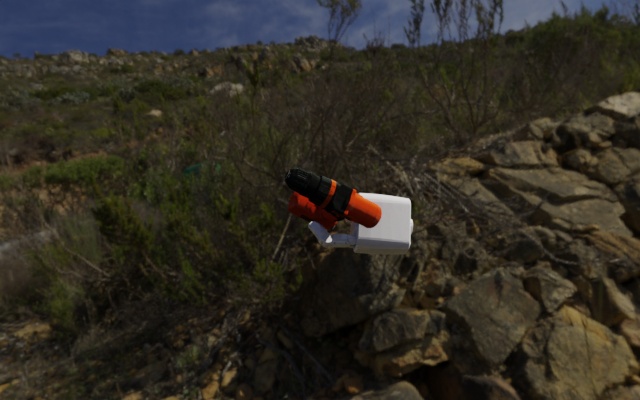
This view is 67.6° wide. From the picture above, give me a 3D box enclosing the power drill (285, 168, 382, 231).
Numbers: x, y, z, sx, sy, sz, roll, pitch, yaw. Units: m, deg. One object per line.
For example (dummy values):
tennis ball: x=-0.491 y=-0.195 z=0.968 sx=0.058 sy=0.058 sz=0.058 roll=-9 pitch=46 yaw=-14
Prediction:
power drill: x=0.000 y=0.003 z=0.888 sx=0.184 sy=0.057 sz=0.187 roll=28 pitch=-13 yaw=-14
